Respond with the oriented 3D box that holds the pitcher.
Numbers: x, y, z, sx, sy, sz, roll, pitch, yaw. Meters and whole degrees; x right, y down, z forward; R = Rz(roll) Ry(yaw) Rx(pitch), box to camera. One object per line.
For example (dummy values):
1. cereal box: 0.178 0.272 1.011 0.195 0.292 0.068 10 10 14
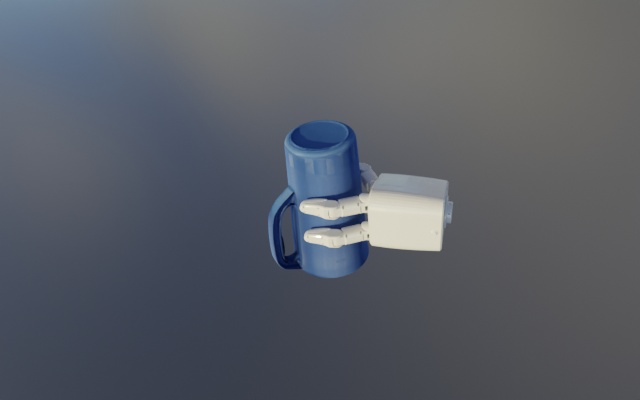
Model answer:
1. pitcher: 0.000 0.003 0.772 0.145 0.243 0.149 7 39 17
